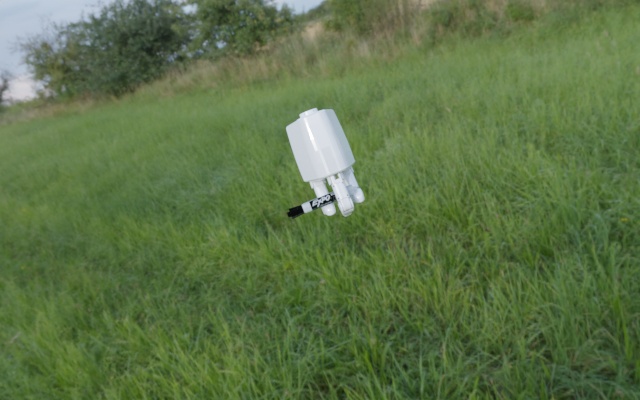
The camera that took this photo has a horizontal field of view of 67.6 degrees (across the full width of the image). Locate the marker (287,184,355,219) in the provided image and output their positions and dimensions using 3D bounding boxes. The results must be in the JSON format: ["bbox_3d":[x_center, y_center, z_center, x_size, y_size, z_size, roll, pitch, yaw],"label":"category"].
[{"bbox_3d":[0.000,0.003,0.815,0.121,0.020,0.020,-22,1,-4],"label":"marker"}]
